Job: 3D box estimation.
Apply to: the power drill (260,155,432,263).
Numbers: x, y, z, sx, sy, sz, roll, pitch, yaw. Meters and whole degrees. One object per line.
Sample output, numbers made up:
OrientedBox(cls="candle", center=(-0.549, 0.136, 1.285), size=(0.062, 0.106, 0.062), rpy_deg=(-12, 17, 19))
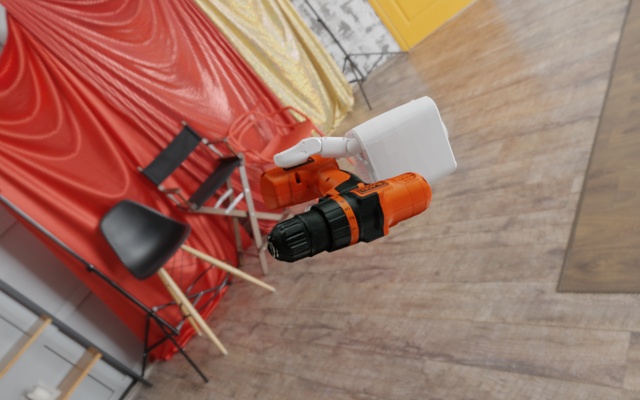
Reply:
OrientedBox(cls="power drill", center=(0.000, 0.002, 0.535), size=(0.184, 0.057, 0.187), rpy_deg=(-18, 23, -24))
